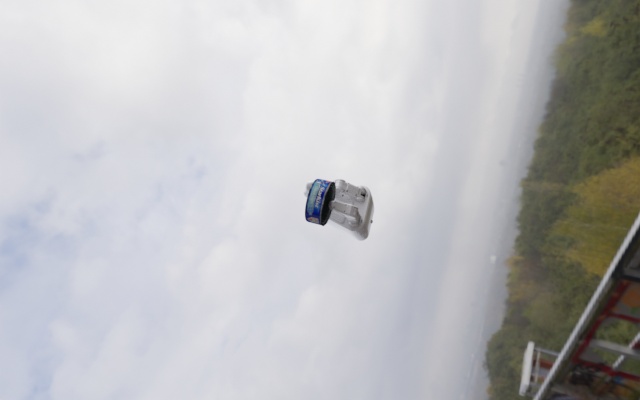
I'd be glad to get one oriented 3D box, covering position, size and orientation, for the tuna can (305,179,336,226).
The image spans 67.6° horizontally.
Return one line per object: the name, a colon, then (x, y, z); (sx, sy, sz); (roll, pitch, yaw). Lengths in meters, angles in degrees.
tuna can: (0.000, 0.003, 0.892); (0.034, 0.086, 0.086); (14, 3, 14)
